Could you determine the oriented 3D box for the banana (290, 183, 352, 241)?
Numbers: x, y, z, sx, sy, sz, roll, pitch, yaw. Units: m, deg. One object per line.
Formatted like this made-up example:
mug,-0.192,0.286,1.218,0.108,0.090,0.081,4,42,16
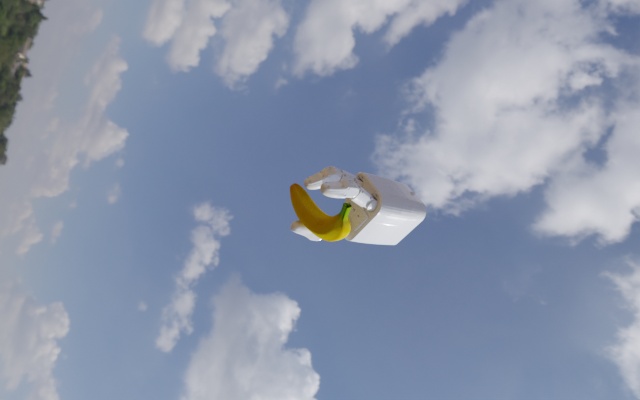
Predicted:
banana,-0.001,0.021,0.737,0.037,0.069,0.197,5,8,-29
